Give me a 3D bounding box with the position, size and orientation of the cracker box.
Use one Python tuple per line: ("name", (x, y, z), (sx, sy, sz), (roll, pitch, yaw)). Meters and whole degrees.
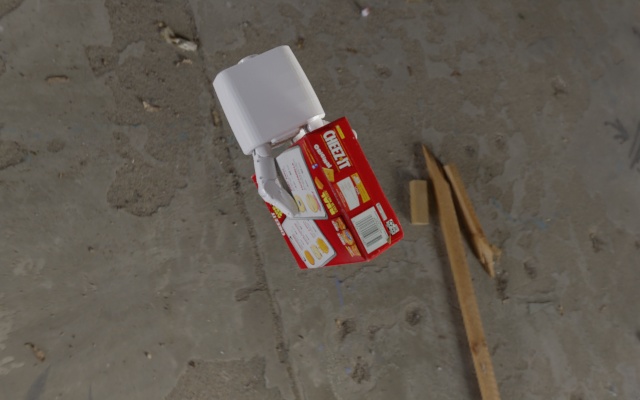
("cracker box", (0.000, 0.002, 0.645), (0.072, 0.164, 0.214), (-28, 2, -26))
